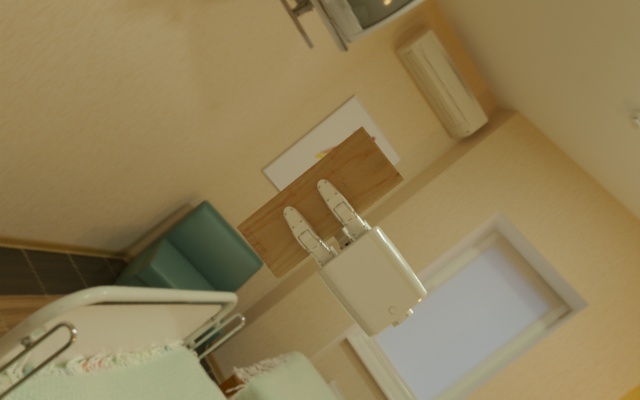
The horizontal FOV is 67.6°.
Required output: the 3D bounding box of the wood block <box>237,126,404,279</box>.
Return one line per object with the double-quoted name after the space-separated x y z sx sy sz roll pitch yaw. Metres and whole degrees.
0.000 0.002 0.651 0.206 0.090 0.091 -38 0 3 "wood block"
